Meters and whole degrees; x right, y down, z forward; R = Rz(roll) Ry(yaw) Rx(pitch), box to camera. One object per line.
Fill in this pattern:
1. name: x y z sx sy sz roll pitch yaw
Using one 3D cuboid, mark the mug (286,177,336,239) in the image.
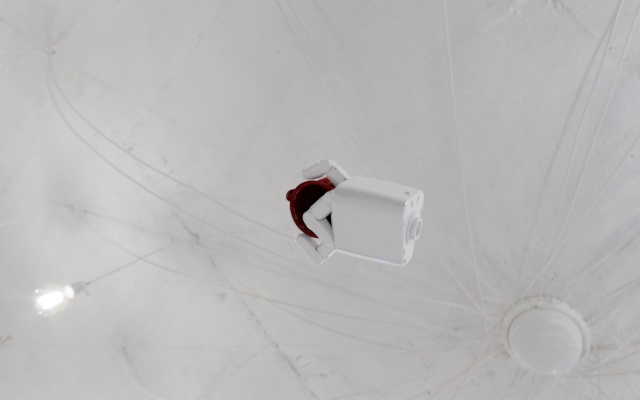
1. mug: -0.001 0.002 0.774 0.117 0.093 0.081 14 20 26
